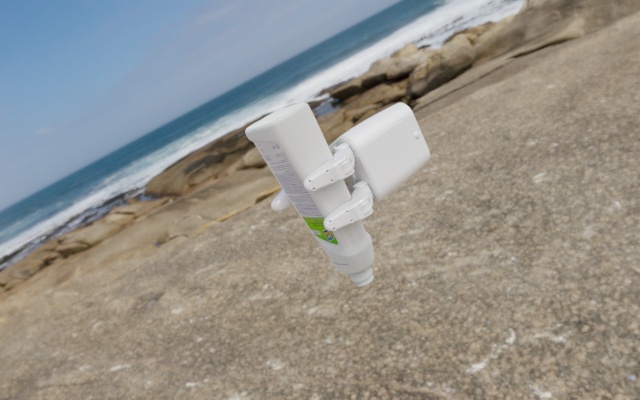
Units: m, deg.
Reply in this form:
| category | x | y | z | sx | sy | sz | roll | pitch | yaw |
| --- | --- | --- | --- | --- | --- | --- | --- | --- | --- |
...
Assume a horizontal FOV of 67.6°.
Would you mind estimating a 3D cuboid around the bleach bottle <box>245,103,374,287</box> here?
| category | x | y | z | sx | sy | sz | roll | pitch | yaw |
| --- | --- | --- | --- | --- | --- | --- | --- | --- | --- |
| bleach bottle | 0.000 | 0.002 | 0.621 | 0.068 | 0.251 | 0.102 | -35 | 18 | -23 |
